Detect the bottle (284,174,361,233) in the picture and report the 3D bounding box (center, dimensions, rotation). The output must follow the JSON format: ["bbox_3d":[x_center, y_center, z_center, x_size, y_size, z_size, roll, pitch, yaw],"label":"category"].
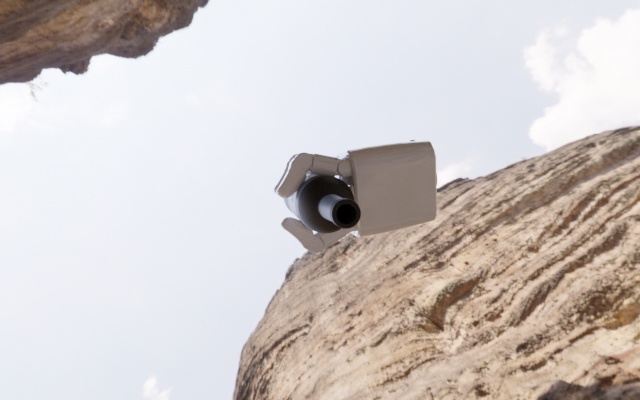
[{"bbox_3d":[0.000,0.002,0.580,0.069,0.069,0.295,0,4,-9],"label":"bottle"}]
